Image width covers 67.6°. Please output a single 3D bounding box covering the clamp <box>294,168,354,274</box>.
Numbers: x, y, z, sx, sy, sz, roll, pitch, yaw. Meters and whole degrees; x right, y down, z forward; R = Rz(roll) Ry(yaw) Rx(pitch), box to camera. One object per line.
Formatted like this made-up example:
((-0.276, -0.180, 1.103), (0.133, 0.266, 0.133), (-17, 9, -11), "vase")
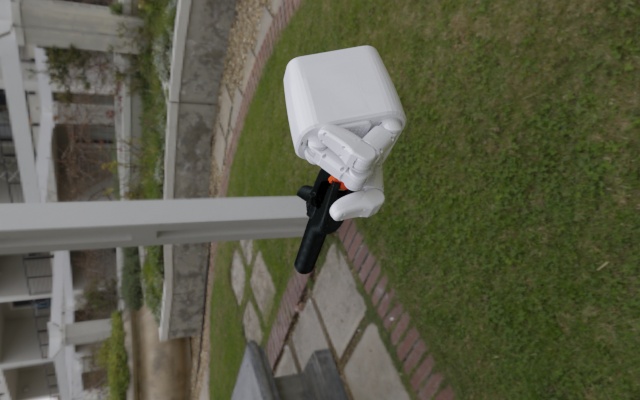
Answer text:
((0.000, 0.002, 0.569), (0.039, 0.120, 0.171), (4, -34, -21), "clamp")
